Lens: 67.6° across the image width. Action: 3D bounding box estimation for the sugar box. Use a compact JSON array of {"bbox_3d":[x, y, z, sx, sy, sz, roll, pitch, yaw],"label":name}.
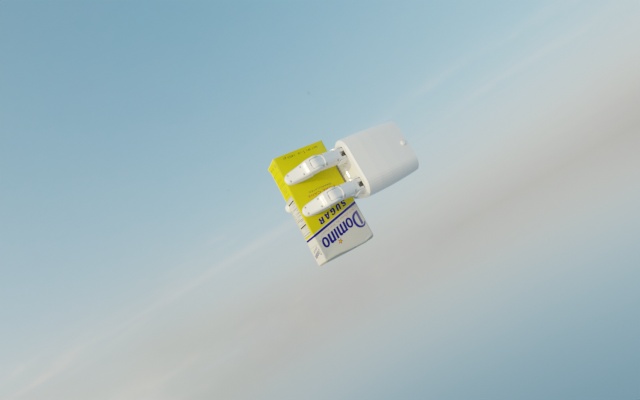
[{"bbox_3d":[0.000,0.002,0.742,0.093,0.176,0.048,-25,-11,-24],"label":"sugar box"}]
